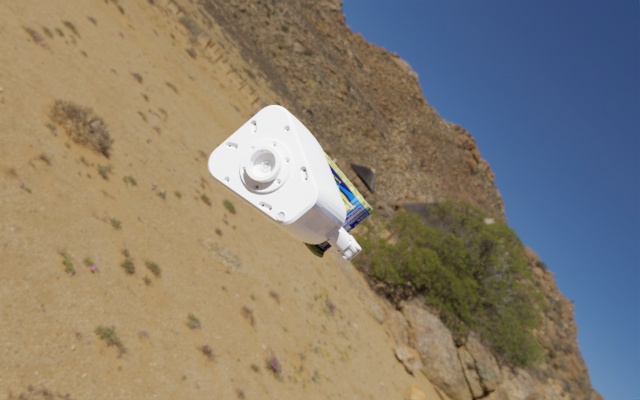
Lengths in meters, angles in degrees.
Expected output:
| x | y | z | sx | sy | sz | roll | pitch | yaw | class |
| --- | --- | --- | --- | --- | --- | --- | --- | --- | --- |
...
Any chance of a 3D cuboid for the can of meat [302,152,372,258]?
| x | y | z | sx | sy | sz | roll | pitch | yaw | class |
| --- | --- | --- | --- | --- | --- | --- | --- | --- | --- |
| 0.000 | 0.002 | 0.569 | 0.084 | 0.102 | 0.057 | -40 | -22 | 4 | can of meat |
